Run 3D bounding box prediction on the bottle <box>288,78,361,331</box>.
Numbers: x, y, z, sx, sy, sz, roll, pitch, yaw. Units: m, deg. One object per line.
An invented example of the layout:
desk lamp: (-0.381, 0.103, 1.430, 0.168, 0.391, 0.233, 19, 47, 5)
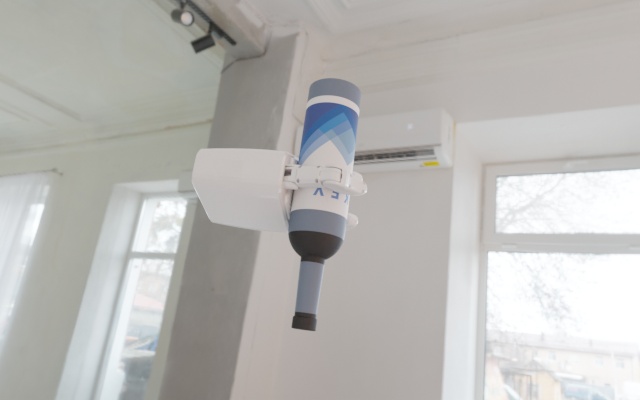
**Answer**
bottle: (0.000, 0.002, 0.565, 0.069, 0.295, 0.069, 7, -16, 2)
